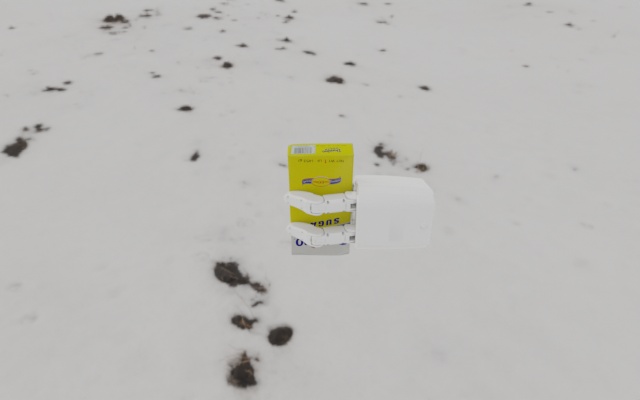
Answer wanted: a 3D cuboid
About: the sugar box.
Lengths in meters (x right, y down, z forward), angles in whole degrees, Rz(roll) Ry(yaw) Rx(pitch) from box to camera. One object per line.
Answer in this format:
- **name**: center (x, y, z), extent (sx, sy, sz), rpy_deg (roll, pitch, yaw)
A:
- **sugar box**: center (0.000, 0.003, 0.706), extent (0.093, 0.176, 0.048), rpy_deg (0, 31, 1)
